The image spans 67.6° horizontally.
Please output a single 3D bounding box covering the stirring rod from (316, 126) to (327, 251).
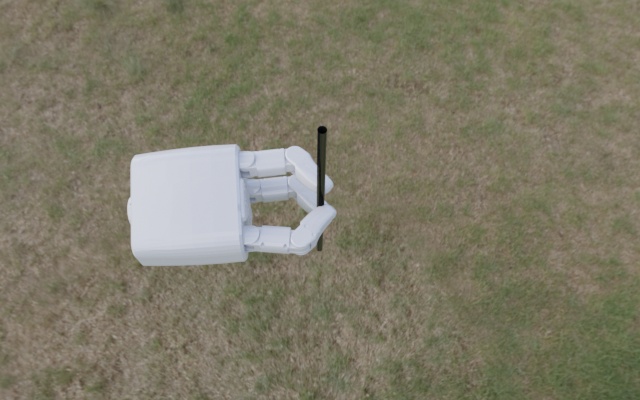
[{"bbox_3d":[0.000,0.002,0.485,0.011,0.011,0.240,0,-29,-1],"label":"stirring rod"}]
